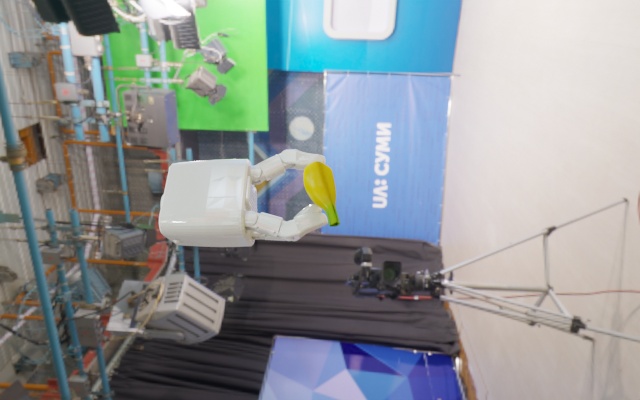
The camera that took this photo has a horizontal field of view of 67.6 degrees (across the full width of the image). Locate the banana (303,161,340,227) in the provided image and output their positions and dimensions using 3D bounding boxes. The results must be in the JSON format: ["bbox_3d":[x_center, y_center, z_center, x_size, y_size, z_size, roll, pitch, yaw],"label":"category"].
[{"bbox_3d":[-0.002,-0.016,0.606,0.037,0.069,0.198,-5,8,0],"label":"banana"}]
